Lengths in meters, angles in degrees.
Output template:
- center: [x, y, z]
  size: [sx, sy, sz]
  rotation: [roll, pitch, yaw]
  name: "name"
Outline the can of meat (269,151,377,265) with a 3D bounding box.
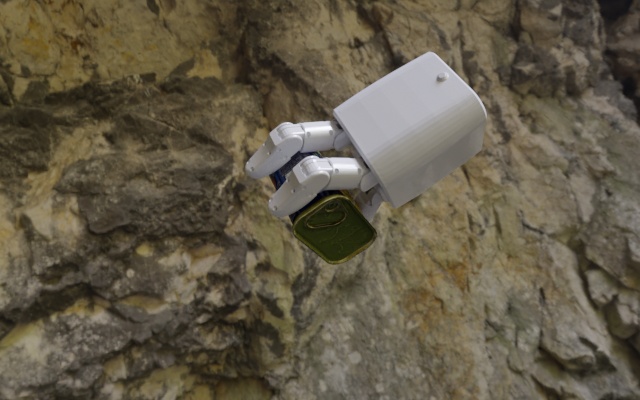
- center: [0.000, 0.001, 0.458]
  size: [0.057, 0.084, 0.102]
  rotation: [-35, -38, 8]
  name: "can of meat"
